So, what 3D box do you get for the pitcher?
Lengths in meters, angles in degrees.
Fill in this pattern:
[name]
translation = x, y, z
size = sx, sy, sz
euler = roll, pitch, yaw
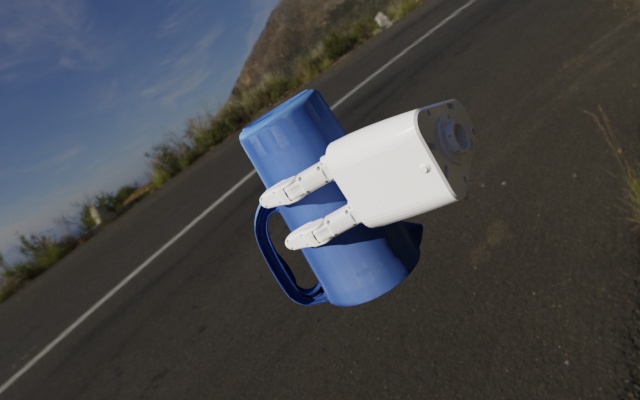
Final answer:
[pitcher]
translation = 0.000, 0.002, 0.575
size = 0.145, 0.243, 0.149
euler = -18, 19, 43
